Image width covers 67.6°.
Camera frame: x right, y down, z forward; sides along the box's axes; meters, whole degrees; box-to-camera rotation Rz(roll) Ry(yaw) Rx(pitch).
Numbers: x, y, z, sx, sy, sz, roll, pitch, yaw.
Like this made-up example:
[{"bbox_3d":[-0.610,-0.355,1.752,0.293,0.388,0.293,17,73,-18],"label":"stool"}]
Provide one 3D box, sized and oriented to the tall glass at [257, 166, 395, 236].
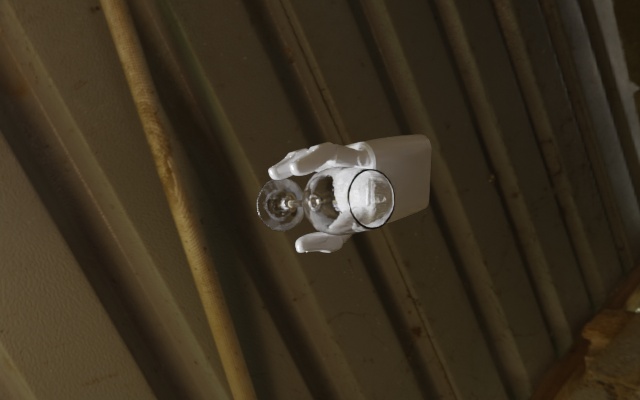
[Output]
[{"bbox_3d":[0.000,0.002,0.569,0.079,0.079,0.201,0,-2,-32],"label":"tall glass"}]
